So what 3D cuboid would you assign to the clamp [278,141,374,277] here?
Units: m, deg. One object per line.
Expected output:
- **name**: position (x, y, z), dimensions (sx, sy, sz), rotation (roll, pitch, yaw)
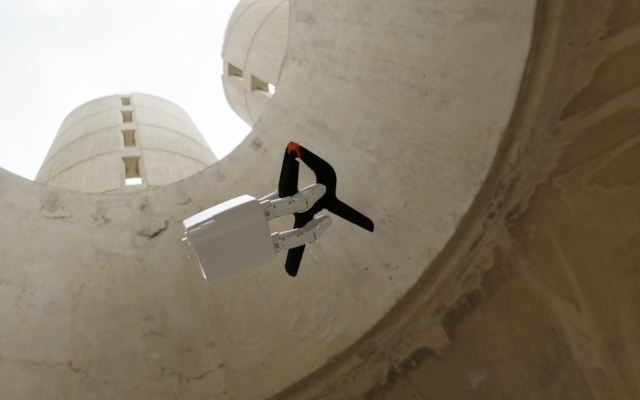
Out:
- **clamp**: position (-0.001, 0.002, 0.739), dimensions (0.164, 0.210, 0.036), rotation (-23, 28, -19)
